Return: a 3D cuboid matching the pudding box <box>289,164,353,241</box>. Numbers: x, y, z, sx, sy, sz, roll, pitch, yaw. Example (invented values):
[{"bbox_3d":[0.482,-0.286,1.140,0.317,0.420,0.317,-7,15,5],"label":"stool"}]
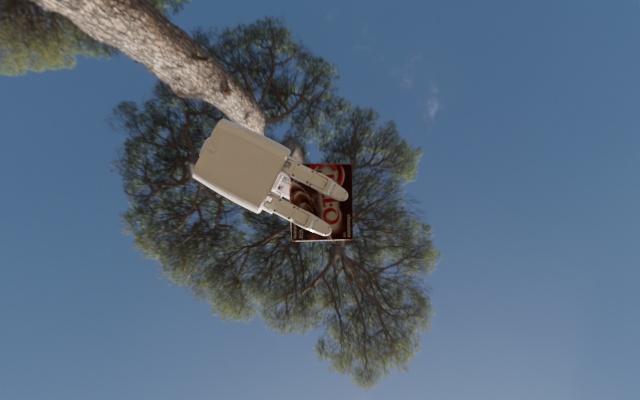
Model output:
[{"bbox_3d":[0.000,0.002,0.695,0.090,0.113,0.039,-1,1,-8],"label":"pudding box"}]
